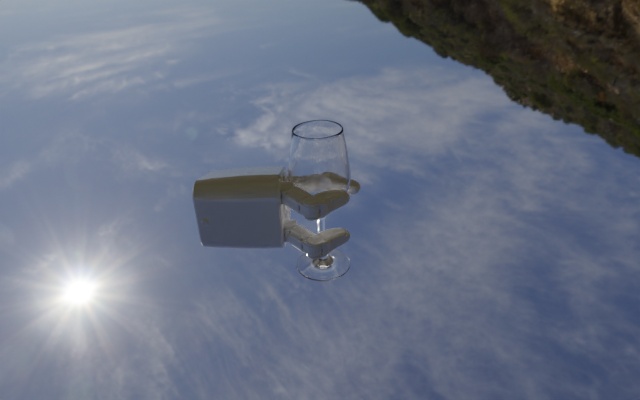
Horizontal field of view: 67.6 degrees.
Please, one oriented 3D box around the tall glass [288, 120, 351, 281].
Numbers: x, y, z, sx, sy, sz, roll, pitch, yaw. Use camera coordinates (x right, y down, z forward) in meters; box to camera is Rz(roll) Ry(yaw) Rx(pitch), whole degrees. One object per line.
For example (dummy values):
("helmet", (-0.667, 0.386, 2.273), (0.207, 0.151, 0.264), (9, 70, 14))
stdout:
("tall glass", (0.000, 0.003, 0.613), (0.079, 0.201, 0.079), (-2, 29, 1))
